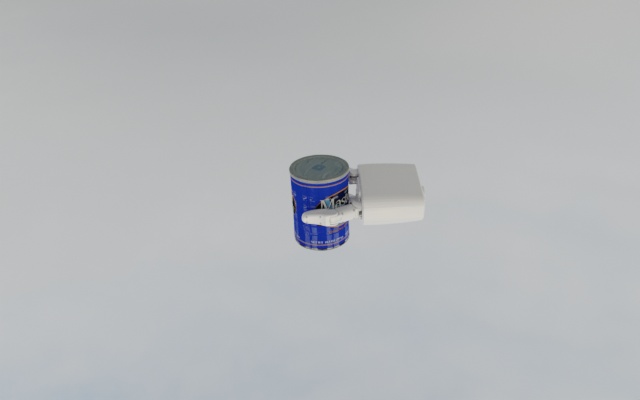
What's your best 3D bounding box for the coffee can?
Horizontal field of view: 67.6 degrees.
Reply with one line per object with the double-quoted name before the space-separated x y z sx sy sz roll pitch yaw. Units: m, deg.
"coffee can" 0.000 0.003 0.848 0.103 0.140 0.102 -2 30 1
